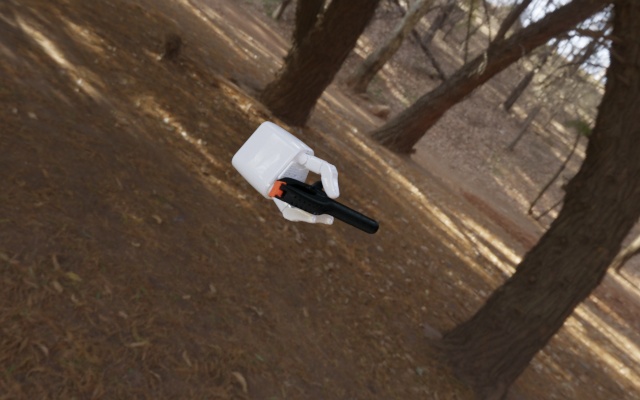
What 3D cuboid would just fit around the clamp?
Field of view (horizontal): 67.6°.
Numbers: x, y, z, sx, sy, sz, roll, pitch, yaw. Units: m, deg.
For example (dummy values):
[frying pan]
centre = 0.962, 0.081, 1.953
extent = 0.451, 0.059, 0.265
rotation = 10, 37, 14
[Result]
[clamp]
centre = 0.000, 0.002, 0.803
extent = 0.164, 0.036, 0.210
rotation = 35, 14, 30
